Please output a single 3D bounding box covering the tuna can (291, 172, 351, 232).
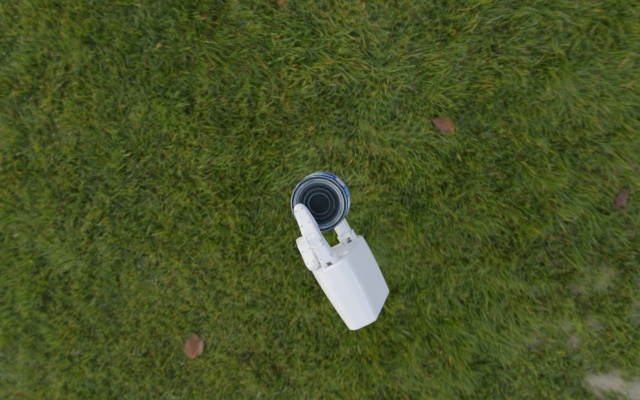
[{"bbox_3d":[0.000,0.002,0.701,0.086,0.086,0.033,0,10,10],"label":"tuna can"}]
